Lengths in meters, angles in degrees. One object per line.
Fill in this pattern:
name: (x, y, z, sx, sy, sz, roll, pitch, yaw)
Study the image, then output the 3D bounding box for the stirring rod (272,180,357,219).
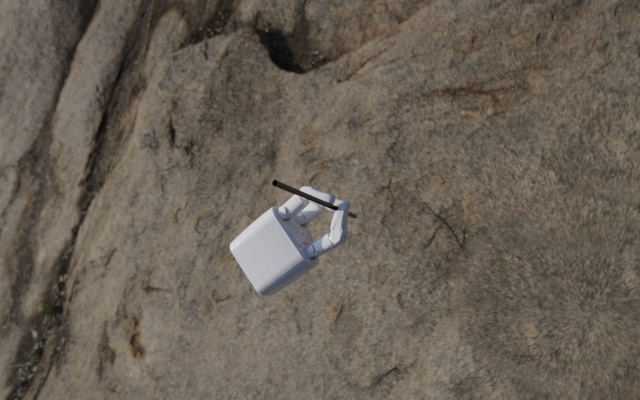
stirring rod: (0.000, 0.002, 0.705, 0.011, 0.011, 0.239, 0, -12, 29)
